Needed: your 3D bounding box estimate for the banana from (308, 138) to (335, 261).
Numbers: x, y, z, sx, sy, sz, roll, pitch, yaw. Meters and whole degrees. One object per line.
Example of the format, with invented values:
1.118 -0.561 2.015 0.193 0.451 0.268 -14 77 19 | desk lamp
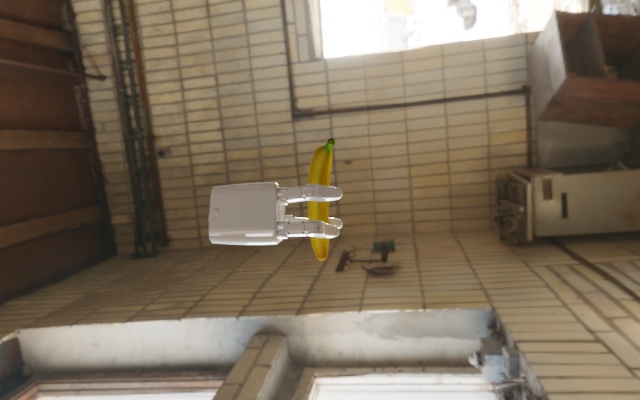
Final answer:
-0.001 -0.003 0.790 0.037 0.198 0.069 2 7 -6 | banana
